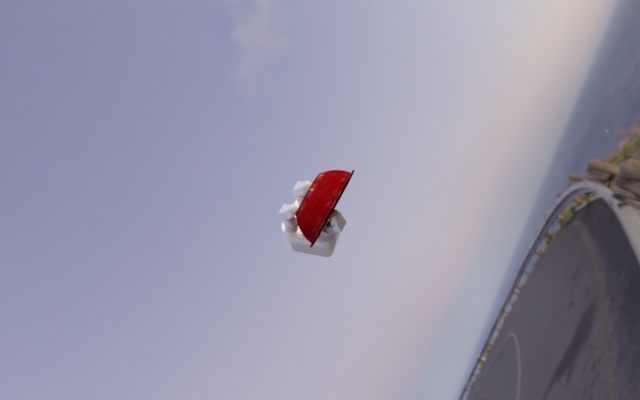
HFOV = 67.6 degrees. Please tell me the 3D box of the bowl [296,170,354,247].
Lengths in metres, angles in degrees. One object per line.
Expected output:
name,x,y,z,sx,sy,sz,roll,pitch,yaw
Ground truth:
bowl,0.000,0.002,0.869,0.055,0.162,0.162,30,1,3
